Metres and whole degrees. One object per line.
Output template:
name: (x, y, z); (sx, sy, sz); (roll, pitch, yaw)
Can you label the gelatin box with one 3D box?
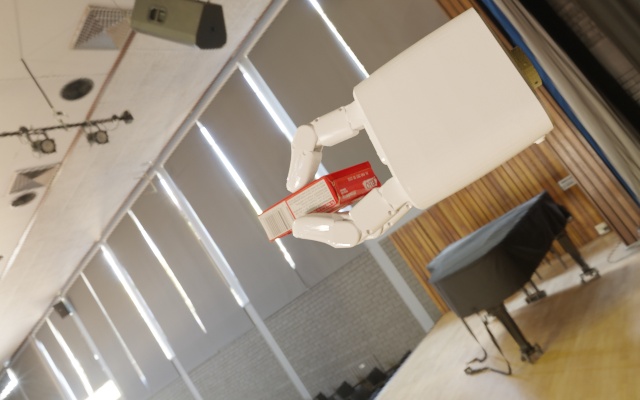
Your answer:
gelatin box: (0.000, 0.001, 0.427); (0.089, 0.030, 0.073); (-29, -5, 36)
